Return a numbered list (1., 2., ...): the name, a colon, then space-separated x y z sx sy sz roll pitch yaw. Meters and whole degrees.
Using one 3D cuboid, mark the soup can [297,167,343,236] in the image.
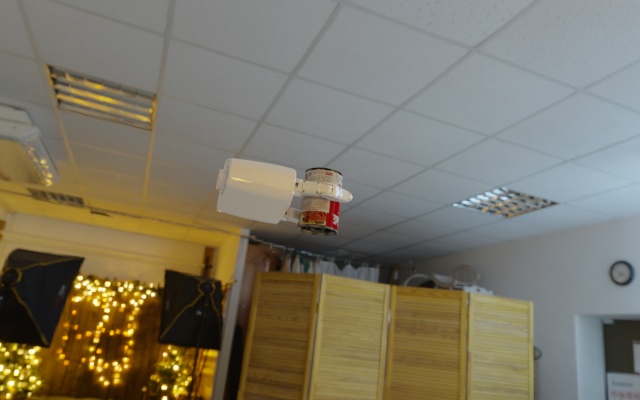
1. soup can: 0.001 0.002 0.810 0.068 0.102 0.068 6 -16 2
